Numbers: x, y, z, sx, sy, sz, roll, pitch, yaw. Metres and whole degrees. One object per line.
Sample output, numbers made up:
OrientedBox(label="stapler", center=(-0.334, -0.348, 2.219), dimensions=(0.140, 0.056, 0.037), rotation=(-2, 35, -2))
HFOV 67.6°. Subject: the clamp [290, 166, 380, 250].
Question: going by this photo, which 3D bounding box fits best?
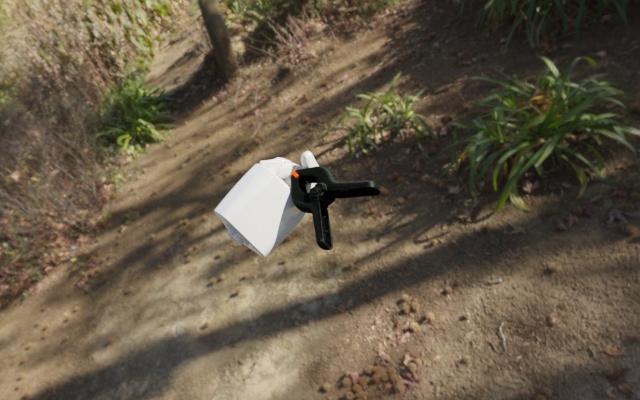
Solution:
OrientedBox(label="clamp", center=(0.000, 0.002, 0.722), dimensions=(0.171, 0.120, 0.039), rotation=(24, -21, 49))
